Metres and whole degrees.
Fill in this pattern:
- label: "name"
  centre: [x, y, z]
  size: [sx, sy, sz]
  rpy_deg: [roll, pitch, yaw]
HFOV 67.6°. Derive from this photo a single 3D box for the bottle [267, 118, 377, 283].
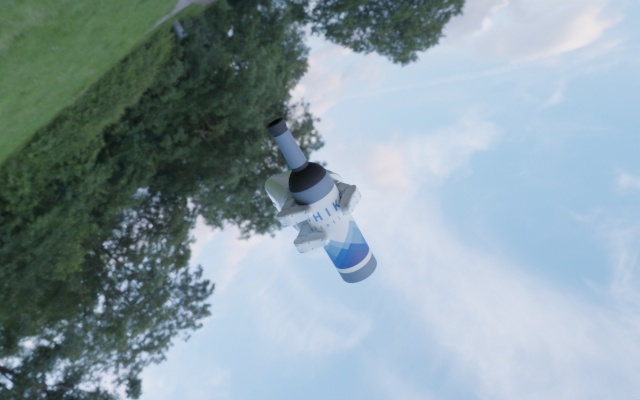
- label: "bottle"
  centre: [0.000, 0.003, 0.753]
  size: [0.069, 0.296, 0.069]
  rpy_deg: [-24, 26, 12]
